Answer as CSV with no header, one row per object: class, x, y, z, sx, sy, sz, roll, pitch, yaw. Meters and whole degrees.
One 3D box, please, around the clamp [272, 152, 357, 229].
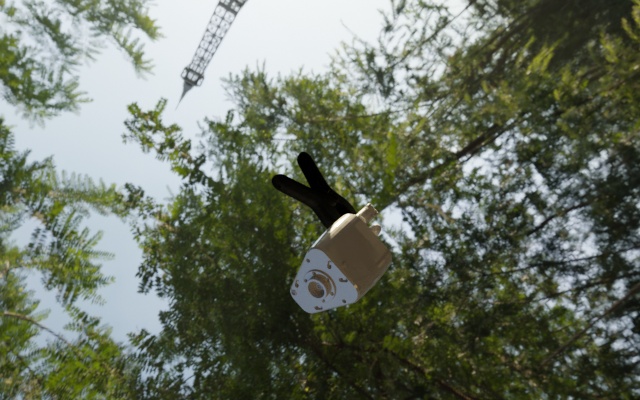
clamp,0.000,0.003,0.734,0.039,0.171,0.120,-46,-6,36
